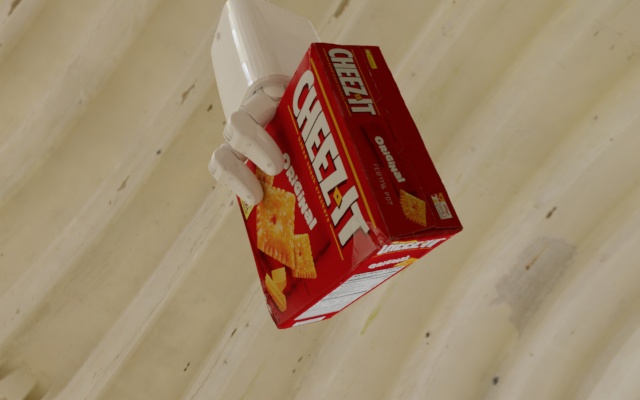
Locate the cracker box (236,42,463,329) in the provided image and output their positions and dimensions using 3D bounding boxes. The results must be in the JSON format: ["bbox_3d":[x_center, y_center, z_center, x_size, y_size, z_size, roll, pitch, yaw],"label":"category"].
[{"bbox_3d":[0.000,0.001,0.412,0.072,0.164,0.214,-7,-25,-30],"label":"cracker box"}]
